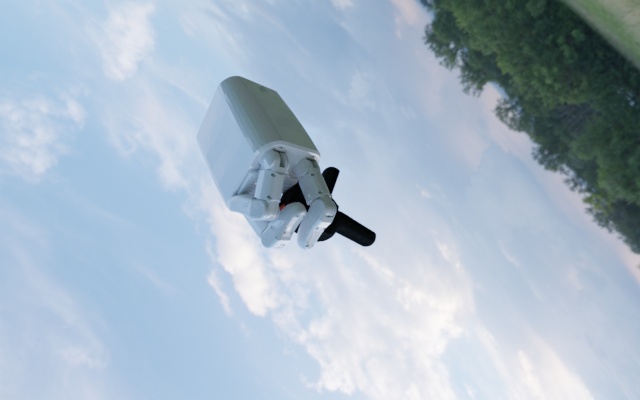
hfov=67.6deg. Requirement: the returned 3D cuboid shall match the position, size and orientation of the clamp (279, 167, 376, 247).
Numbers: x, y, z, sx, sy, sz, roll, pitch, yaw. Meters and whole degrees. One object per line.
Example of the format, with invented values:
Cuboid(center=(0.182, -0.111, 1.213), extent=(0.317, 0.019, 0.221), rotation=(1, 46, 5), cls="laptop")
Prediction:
Cuboid(center=(0.000, 0.002, 0.589), extent=(0.039, 0.120, 0.171), rotation=(-41, -26, 23), cls="clamp")
